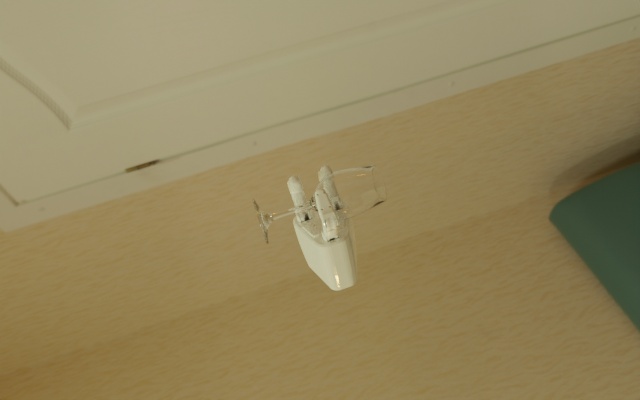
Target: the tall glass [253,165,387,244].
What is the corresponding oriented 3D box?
[{"bbox_3d":[-0.001,0.003,0.755,0.201,0.079,0.079,-18,2,-5],"label":"tall glass"}]
